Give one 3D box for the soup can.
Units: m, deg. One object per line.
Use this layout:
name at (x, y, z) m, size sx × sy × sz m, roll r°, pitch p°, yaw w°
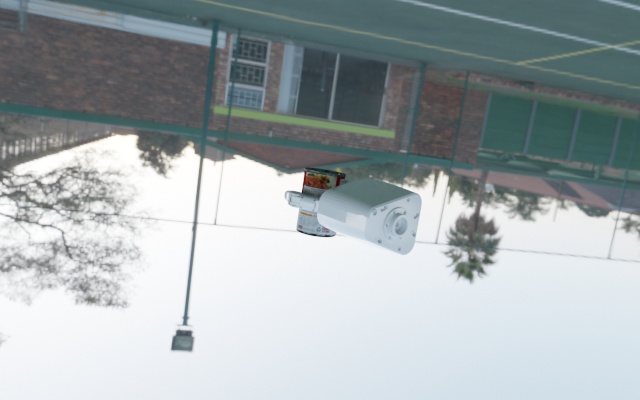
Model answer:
soup can at (0.000, 0.003, 0.769) m, size 0.068 × 0.102 × 0.068 m, roll 8°, pitch 8°, yaw -1°
